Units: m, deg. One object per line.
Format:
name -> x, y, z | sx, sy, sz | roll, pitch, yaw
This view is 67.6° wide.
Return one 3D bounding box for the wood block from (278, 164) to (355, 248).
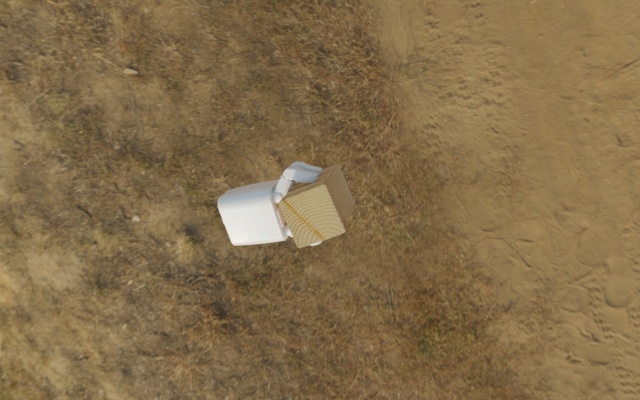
wood block -> 0.000, 0.003, 0.890 | 0.090, 0.091, 0.206 | -20, 10, 13
